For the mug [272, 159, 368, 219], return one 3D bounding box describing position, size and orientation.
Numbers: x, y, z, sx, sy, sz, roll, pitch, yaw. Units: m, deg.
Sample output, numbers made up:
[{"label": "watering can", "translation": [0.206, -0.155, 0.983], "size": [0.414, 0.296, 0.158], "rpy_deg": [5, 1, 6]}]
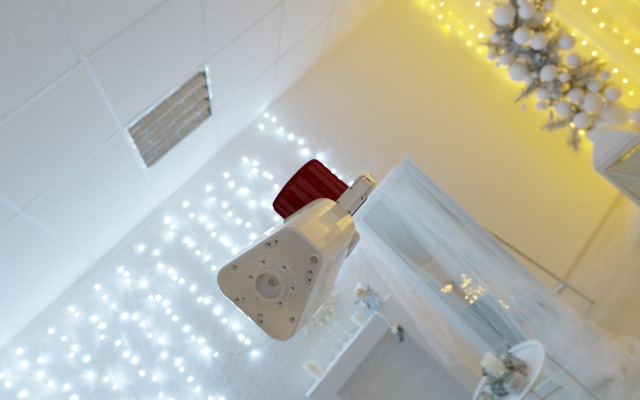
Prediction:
[{"label": "mug", "translation": [0.000, 0.001, 0.584], "size": [0.081, 0.093, 0.117], "rpy_deg": [42, 21, 4]}]
